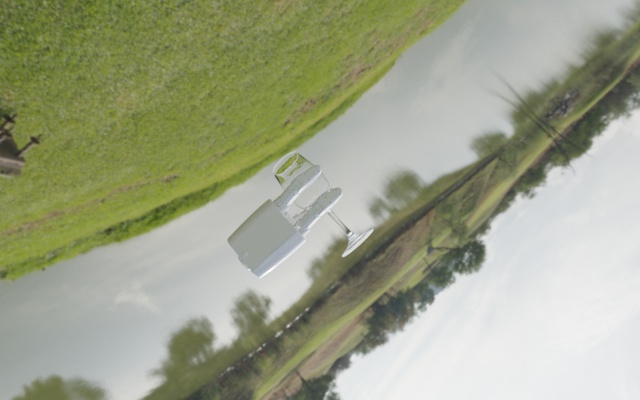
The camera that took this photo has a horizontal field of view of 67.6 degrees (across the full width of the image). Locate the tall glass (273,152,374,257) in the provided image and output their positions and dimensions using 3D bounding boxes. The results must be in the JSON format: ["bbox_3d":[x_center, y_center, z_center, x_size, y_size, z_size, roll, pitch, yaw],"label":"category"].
[{"bbox_3d":[0.001,0.003,0.858,0.079,0.201,0.079,-39,-14,-11],"label":"tall glass"}]
